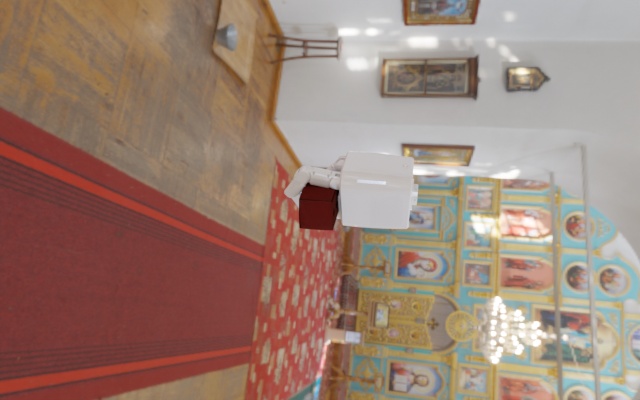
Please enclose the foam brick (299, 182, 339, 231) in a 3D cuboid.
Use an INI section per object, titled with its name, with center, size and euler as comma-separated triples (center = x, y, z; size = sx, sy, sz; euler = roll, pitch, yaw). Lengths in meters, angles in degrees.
[foam brick]
center = 0.000, 0.003, 0.727
size = 0.051, 0.053, 0.078
euler = 5, 33, 9
